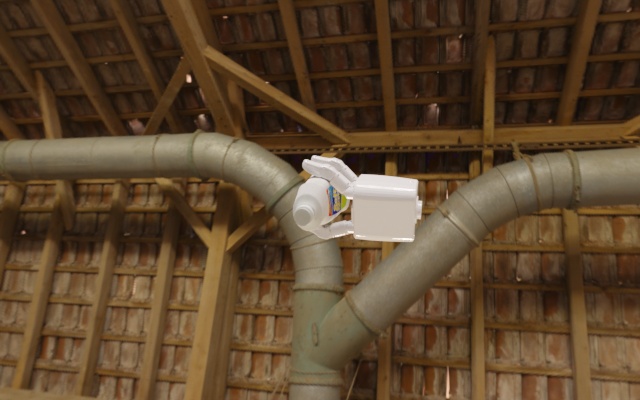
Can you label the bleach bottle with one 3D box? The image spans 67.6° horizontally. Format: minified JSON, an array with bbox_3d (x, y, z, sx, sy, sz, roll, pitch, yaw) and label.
[{"bbox_3d":[0.000,0.003,0.858,0.068,0.102,0.250,4,16,12],"label":"bleach bottle"}]
